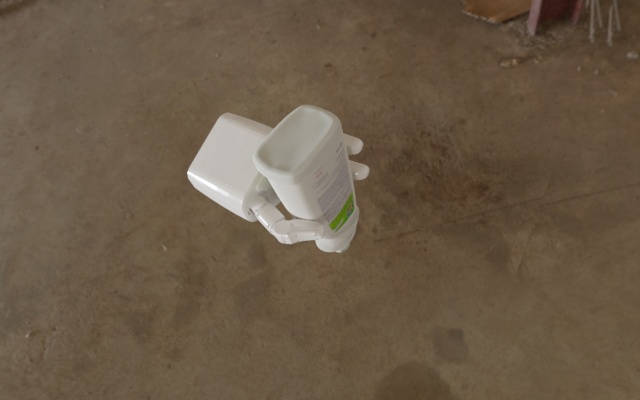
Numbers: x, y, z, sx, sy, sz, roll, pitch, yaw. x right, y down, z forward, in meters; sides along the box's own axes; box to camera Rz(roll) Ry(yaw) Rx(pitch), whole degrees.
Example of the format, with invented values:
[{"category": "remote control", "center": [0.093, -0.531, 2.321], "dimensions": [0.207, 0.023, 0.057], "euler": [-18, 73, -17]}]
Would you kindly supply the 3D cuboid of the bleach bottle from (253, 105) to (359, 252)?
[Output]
[{"category": "bleach bottle", "center": [0.000, 0.002, 0.599], "dimensions": [0.068, 0.102, 0.251], "euler": [28, -23, 28]}]
